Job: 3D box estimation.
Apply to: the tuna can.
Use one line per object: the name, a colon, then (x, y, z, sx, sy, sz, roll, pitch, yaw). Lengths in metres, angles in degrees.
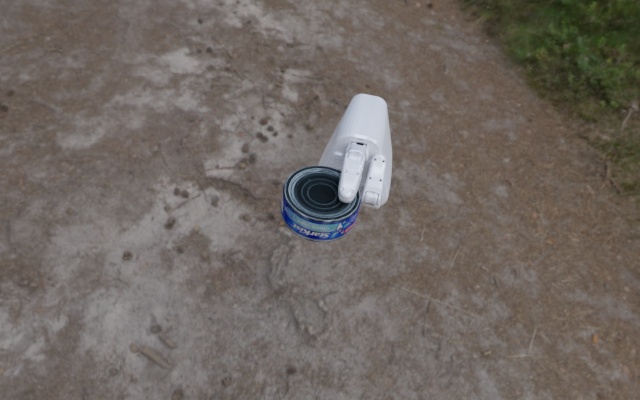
tuna can: (0.000, 0.001, 0.521, 0.086, 0.086, 0.034, 0, -43, -11)
